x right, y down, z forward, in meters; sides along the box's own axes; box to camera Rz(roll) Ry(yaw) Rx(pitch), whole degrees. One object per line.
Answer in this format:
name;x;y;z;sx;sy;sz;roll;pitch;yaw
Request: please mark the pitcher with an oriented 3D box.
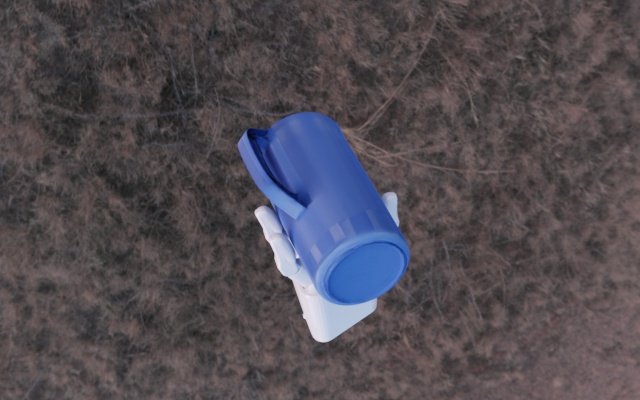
pitcher;0.000;0.002;0.576;0.149;0.145;0.242;-17;42;-10
